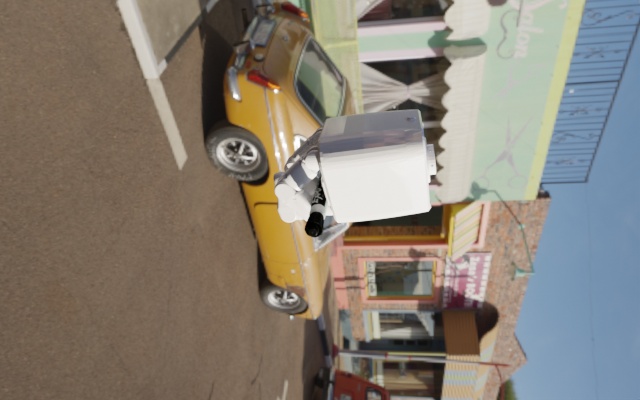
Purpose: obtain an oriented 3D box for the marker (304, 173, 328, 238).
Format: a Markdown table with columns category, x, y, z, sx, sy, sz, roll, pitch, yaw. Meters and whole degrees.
| category | x | y | z | sx | sy | sz | roll | pitch | yaw |
| --- | --- | --- | --- | --- | --- | --- | --- | --- | --- |
| marker | 0.000 | 0.002 | 0.516 | 0.020 | 0.020 | 0.121 | 0 | 29 | 8 |
